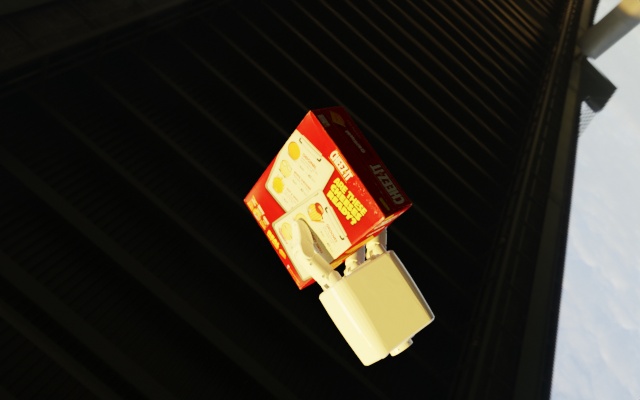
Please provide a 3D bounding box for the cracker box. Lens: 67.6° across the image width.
[{"bbox_3d":[0.000,0.002,0.659,0.072,0.164,0.214,-22,-18,-43],"label":"cracker box"}]
